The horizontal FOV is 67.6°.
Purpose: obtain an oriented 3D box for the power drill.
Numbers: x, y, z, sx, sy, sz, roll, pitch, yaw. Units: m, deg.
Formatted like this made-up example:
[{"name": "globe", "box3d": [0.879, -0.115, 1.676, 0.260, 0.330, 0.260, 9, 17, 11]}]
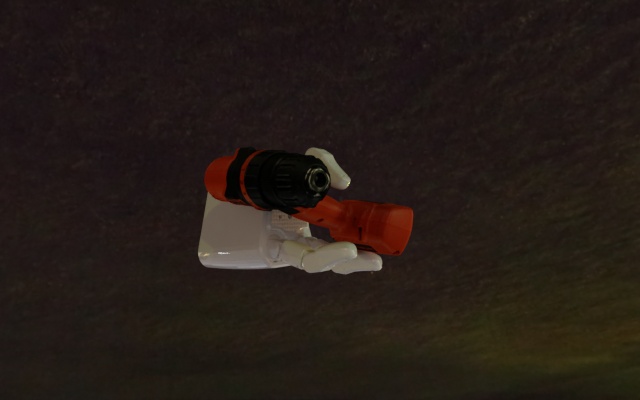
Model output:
[{"name": "power drill", "box3d": [0.000, 0.002, 0.461, 0.188, 0.057, 0.184, 24, -9, -34]}]
